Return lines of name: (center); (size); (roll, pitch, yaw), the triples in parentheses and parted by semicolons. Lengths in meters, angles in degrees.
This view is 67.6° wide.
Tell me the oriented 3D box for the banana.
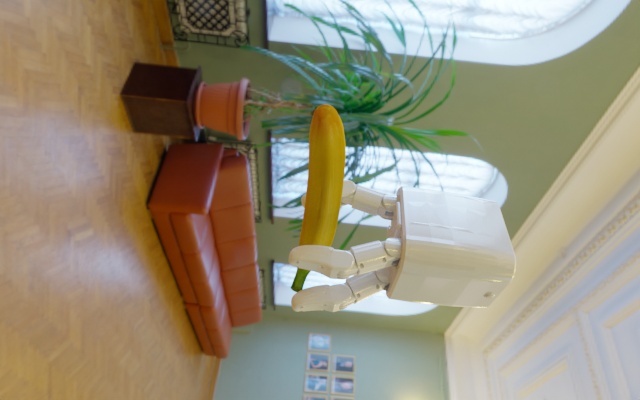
banana: (0.002, -0.005, 0.457); (0.037, 0.198, 0.069); (9, 30, 3)
